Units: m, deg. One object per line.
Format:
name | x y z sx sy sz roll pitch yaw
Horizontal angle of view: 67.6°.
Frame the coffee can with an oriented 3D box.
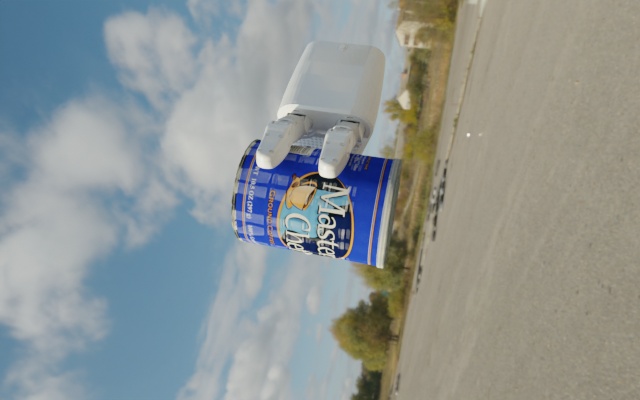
coffee can | 0.000 0.002 0.457 0.140 0.103 0.103 9 2 11
